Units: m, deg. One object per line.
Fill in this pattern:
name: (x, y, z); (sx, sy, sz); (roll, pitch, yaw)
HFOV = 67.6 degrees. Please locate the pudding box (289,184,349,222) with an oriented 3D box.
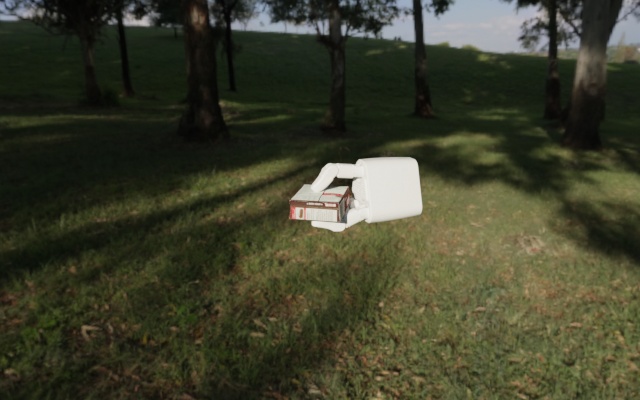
pudding box: (0.000, 0.003, 0.855); (0.090, 0.039, 0.113); (2, 15, 11)
